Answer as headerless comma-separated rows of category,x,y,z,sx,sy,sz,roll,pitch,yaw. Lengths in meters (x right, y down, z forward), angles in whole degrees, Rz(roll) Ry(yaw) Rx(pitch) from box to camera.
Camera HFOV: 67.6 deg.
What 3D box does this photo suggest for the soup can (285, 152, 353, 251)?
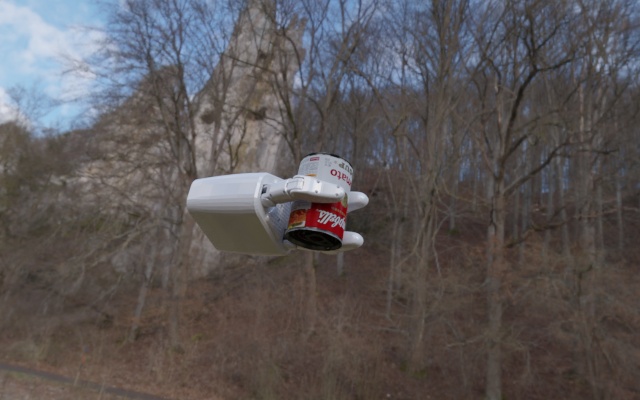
soup can,0.001,0.002,0.577,0.068,0.102,0.068,8,-24,4
